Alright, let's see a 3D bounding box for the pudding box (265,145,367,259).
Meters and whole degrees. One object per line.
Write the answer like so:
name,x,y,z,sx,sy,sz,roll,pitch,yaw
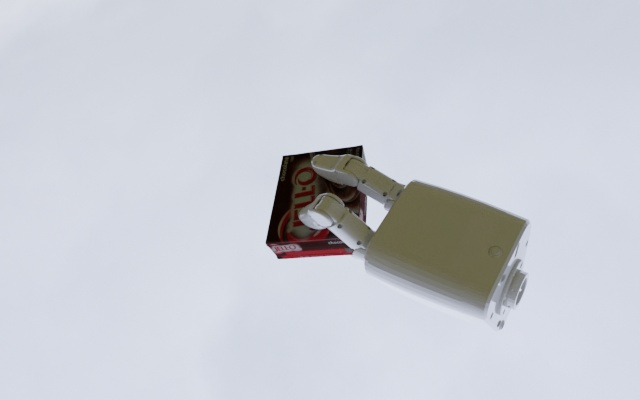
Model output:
pudding box,0.000,0.002,0.478,0.090,0.113,0.039,-5,-39,17
